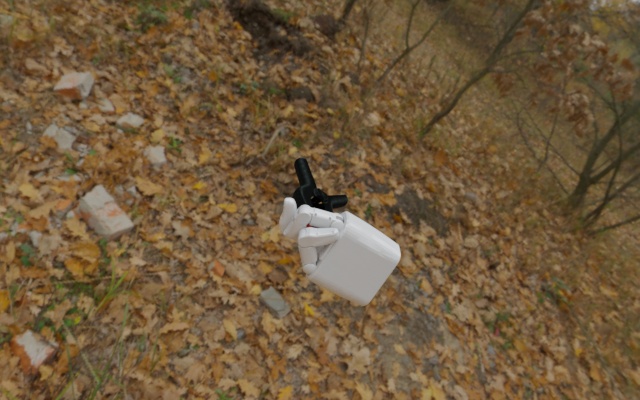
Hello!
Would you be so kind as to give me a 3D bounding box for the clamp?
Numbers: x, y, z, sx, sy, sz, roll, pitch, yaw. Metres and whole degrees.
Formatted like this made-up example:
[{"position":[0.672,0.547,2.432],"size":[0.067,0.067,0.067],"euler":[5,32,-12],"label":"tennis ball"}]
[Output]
[{"position":[0.000,0.002,0.800],"size":[0.120,0.039,0.171],"euler":[32,30,-18],"label":"clamp"}]
